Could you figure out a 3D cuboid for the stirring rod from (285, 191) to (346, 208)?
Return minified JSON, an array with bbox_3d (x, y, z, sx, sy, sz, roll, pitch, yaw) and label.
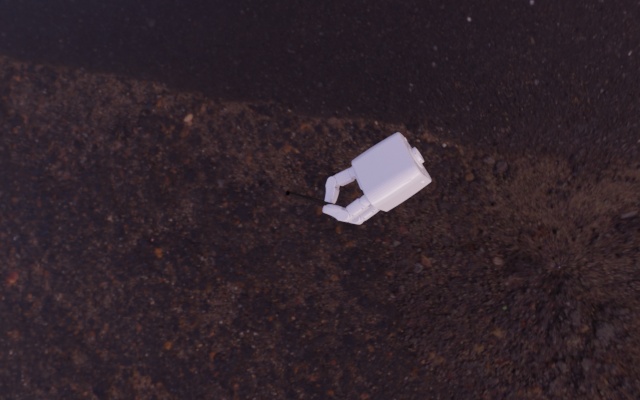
[{"bbox_3d":[0.000,0.003,0.880,0.011,0.011,0.239,0,-7,27],"label":"stirring rod"}]
